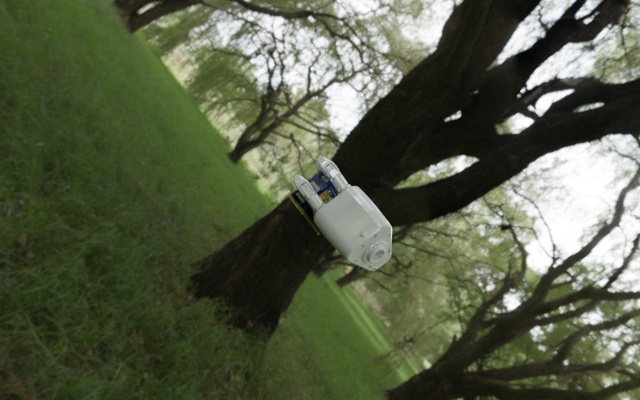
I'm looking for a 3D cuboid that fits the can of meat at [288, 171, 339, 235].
[{"bbox_3d":[0.000,0.003,0.888,0.057,0.084,0.102,51,-3,43],"label":"can of meat"}]
